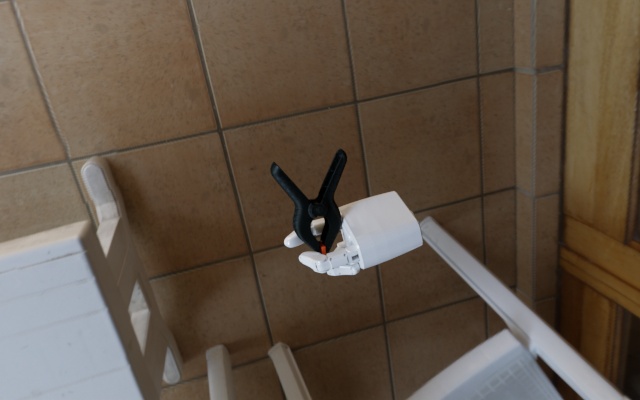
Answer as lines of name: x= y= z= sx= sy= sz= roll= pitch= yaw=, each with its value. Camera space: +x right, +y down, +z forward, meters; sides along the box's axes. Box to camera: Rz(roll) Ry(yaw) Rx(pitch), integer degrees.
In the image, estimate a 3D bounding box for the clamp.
clamp: x=0.000 y=0.003 z=0.747 sx=0.120 sy=0.171 sz=0.039 roll=-19 pitch=23 yaw=-7
